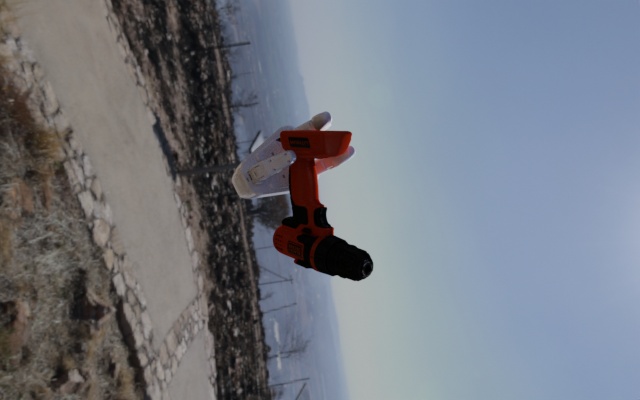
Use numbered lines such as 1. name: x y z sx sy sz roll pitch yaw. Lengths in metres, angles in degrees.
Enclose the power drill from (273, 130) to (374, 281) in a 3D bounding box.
1. power drill: 0.000 0.002 0.627 0.057 0.188 0.184 -6 12 -40
